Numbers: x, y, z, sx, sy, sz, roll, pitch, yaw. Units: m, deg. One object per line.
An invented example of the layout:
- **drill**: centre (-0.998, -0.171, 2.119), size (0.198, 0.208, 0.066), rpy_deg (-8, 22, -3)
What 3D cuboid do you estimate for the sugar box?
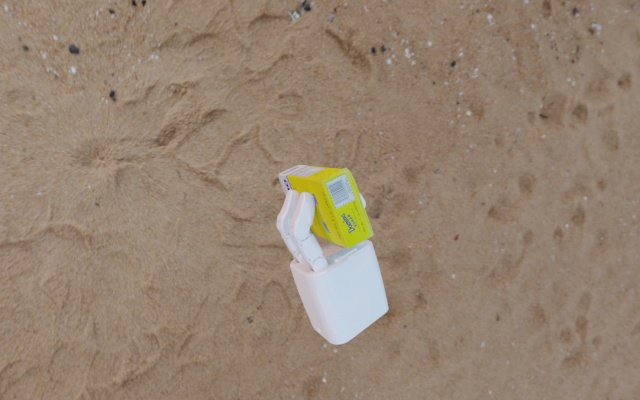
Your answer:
- **sugar box**: centre (0.000, 0.002, 0.649), size (0.048, 0.093, 0.176), rpy_deg (-26, 14, -21)
